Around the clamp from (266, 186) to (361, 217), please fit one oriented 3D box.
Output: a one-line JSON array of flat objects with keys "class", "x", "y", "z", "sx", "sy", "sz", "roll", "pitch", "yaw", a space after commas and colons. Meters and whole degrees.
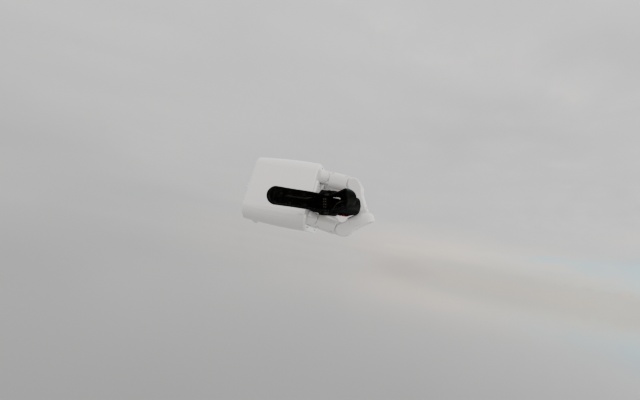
[{"class": "clamp", "x": 0.000, "y": 0.002, "z": 0.674, "sx": 0.120, "sy": 0.039, "sz": 0.171, "roll": 9, "pitch": -6, "yaw": 13}]
